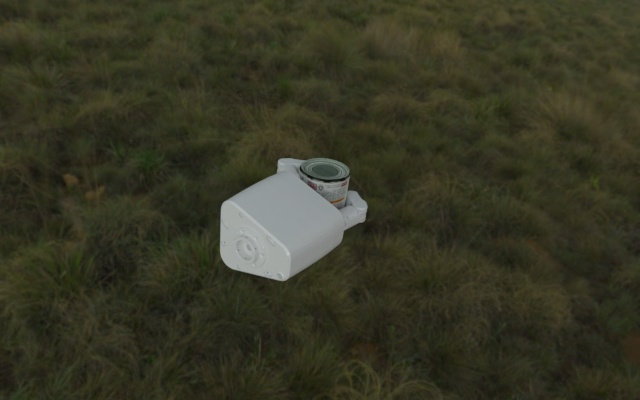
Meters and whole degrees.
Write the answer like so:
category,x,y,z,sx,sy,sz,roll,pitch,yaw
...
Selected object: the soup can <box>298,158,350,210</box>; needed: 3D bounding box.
category,x,y,z,sx,sy,sz,roll,pitch,yaw
soup can,0.001,0.002,0.643,0.068,0.102,0.068,6,29,-3
